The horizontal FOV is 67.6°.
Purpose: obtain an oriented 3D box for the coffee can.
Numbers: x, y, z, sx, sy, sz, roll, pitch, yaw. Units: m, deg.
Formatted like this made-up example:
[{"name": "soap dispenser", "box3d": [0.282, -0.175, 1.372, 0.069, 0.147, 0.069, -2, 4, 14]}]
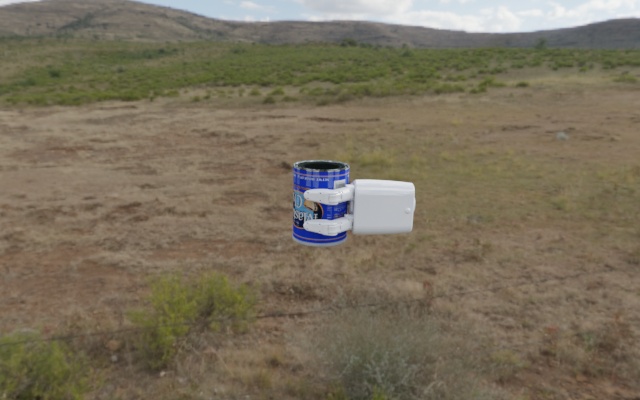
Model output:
[{"name": "coffee can", "box3d": [0.000, 0.003, 0.879, 0.103, 0.140, 0.102, 1, 15, 0]}]
